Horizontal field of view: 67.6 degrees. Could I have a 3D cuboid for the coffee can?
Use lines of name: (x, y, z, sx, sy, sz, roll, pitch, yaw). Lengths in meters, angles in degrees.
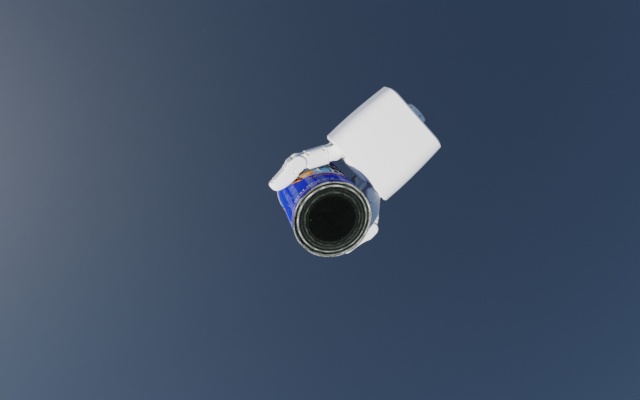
coffee can: (0.000, 0.002, 0.660, 0.103, 0.103, 0.140, 0, 19, -14)
